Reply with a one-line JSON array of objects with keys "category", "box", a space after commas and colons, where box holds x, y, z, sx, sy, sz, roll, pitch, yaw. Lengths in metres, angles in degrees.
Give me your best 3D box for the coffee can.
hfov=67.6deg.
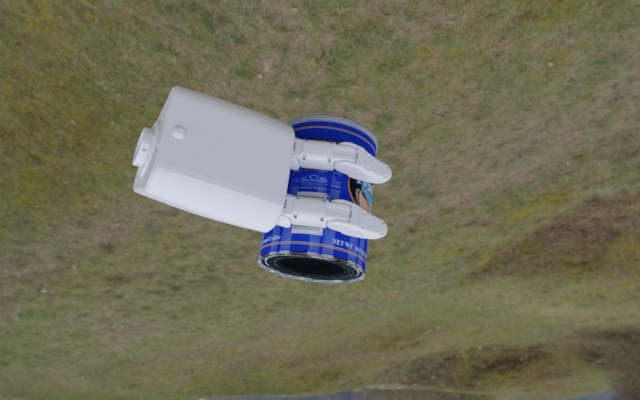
[{"category": "coffee can", "box": [0.000, 0.001, 0.475, 0.103, 0.140, 0.103, 6, -21, 3]}]
